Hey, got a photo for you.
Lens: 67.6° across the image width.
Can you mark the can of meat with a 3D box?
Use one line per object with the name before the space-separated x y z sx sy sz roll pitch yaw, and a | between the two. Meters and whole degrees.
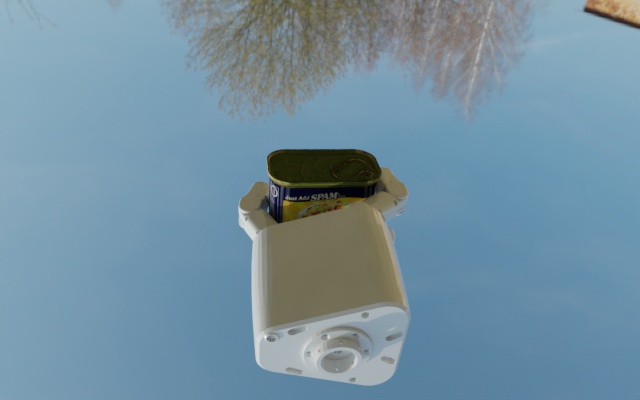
can of meat | 0.000 0.002 0.451 0.102 0.084 0.057 -1 36 -10
